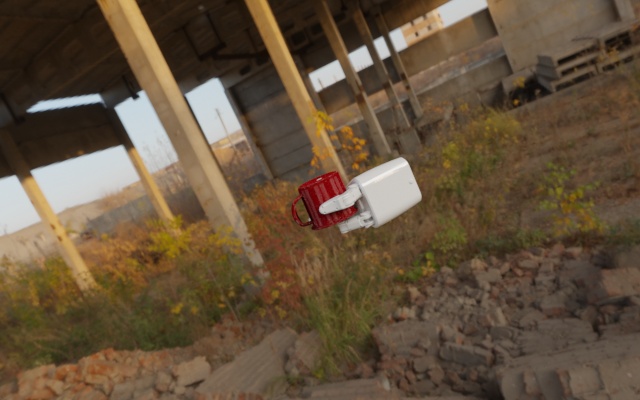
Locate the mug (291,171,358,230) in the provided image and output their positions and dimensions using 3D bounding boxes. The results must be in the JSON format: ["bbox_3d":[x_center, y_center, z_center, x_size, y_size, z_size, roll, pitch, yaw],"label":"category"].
[{"bbox_3d":[-0.001,0.003,0.863,0.117,0.081,0.093,-26,9,-18],"label":"mug"}]
